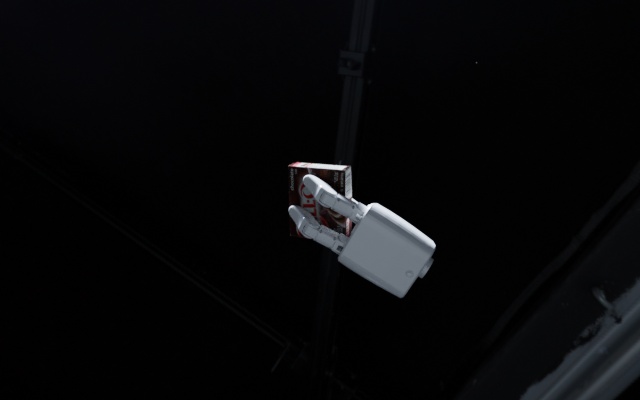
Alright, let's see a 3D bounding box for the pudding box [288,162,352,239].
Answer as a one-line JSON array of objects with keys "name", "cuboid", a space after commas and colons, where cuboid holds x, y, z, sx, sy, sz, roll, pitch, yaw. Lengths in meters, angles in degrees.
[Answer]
[{"name": "pudding box", "cuboid": [0.000, 0.002, 0.710, 0.090, 0.113, 0.039, 6, 15, 21]}]
